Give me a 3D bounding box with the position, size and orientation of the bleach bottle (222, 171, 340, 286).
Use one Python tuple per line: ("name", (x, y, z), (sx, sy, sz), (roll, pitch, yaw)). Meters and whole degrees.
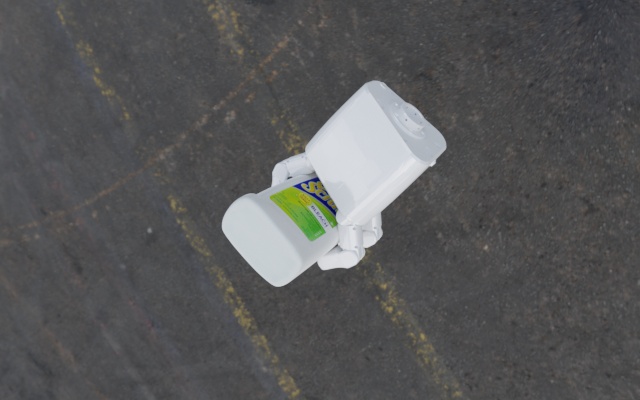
("bleach bottle", (0.000, 0.002, 0.581), (0.068, 0.102, 0.250), (-45, -6, 36))
